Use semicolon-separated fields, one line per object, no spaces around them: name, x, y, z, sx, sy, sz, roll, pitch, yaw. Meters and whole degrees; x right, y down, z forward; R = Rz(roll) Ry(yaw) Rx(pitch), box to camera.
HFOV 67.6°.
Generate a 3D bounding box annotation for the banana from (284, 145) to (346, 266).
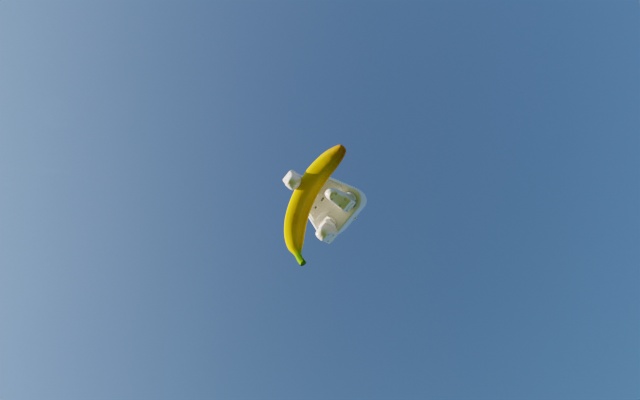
banana;-0.016;0.001;0.760;0.069;0.198;0.037;18;0;30
